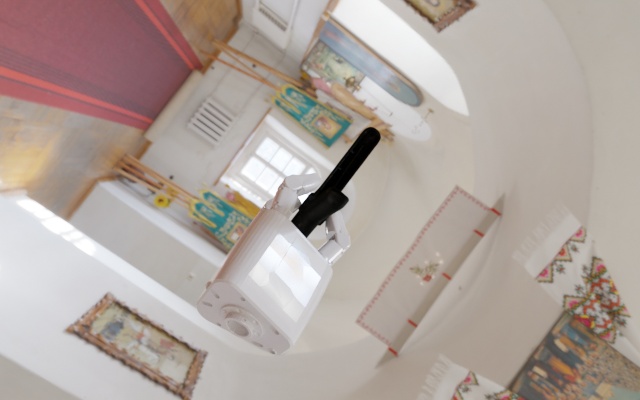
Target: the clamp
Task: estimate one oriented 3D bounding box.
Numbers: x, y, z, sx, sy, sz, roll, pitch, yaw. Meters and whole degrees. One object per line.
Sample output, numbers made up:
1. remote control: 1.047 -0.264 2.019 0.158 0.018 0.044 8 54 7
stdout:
1. clamp: 0.000 0.003 0.610 0.210 0.036 0.164 -47 6 45
